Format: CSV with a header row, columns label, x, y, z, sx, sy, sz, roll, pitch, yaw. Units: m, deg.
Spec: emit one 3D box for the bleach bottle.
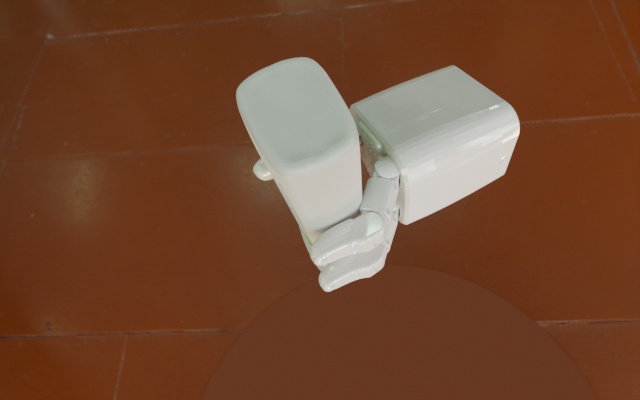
label,x,y,z,sx,sy,sz,roll,pitch,yaw
bleach bottle,0.000,0.001,0.425,0.068,0.102,0.251,-25,-30,-5
